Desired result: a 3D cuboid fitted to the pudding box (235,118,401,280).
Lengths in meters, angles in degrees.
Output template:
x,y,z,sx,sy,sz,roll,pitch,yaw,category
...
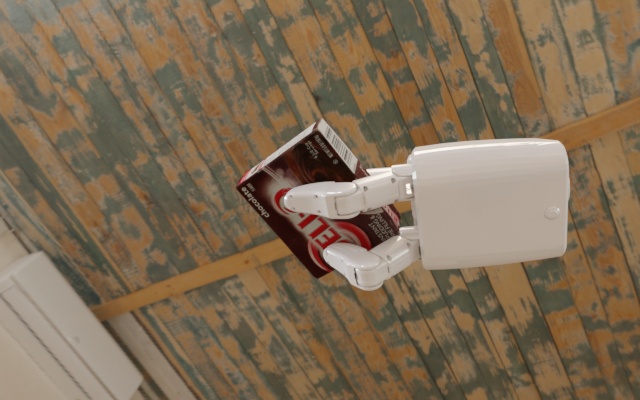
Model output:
x,y,z,sx,sy,sz,roll,pitch,yaw,category
0.000,0.001,0.401,0.090,0.113,0.039,-33,15,23,pudding box
